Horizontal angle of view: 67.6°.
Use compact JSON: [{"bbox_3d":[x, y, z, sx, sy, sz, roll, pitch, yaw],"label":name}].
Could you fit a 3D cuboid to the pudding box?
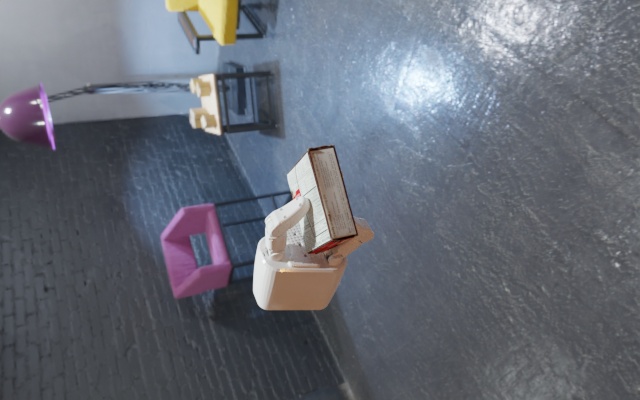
[{"bbox_3d":[0.000,0.002,0.576,0.039,0.113,0.090,-12,-11,-24],"label":"pudding box"}]
